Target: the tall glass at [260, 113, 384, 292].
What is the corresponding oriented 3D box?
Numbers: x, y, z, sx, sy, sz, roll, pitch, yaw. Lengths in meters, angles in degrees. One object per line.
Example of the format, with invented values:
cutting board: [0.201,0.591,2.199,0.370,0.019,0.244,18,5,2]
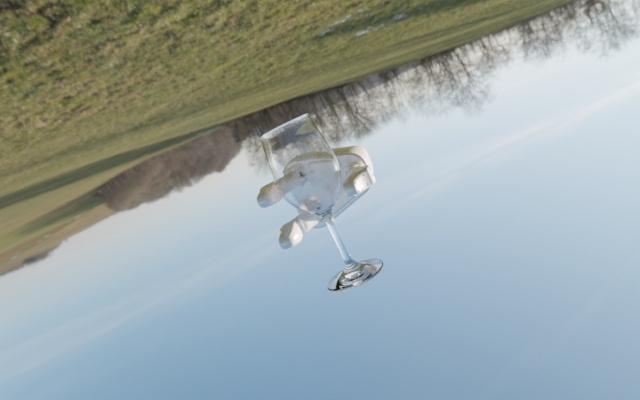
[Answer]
tall glass: [0.000,0.002,0.561,0.079,0.201,0.079,-25,10,4]
